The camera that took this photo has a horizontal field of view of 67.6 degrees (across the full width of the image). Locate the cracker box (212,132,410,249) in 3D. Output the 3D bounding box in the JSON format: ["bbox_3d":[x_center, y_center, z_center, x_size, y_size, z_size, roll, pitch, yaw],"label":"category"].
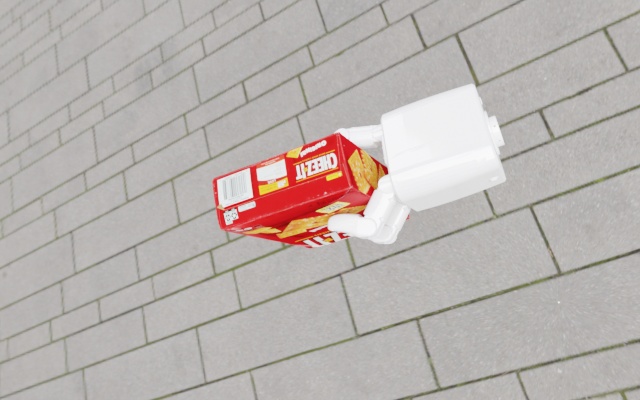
[{"bbox_3d":[0.000,0.002,0.589,0.164,0.072,0.214,-18,-18,22],"label":"cracker box"}]
